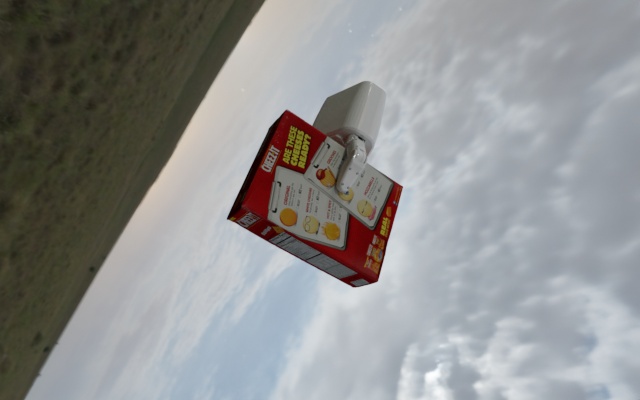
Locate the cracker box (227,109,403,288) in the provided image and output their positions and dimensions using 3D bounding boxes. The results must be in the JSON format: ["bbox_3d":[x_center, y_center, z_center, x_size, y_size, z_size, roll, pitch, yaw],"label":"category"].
[{"bbox_3d":[0.000,0.002,0.669,0.214,0.164,0.072,31,-31,-18],"label":"cracker box"}]
